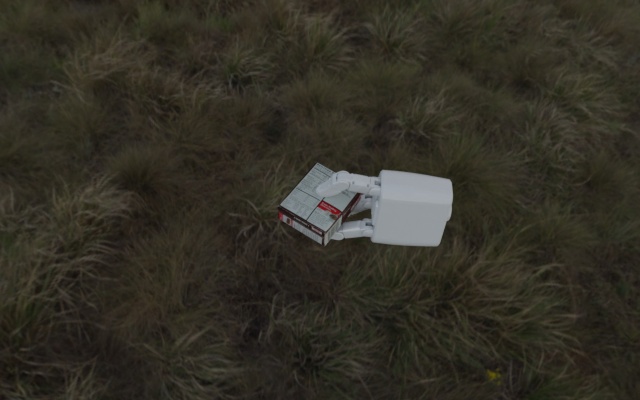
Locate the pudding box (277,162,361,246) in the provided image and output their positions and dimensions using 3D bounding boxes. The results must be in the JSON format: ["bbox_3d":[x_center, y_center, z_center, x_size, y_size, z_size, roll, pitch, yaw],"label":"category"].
[{"bbox_3d":[0.000,0.002,0.745,0.090,0.113,0.039,29,-34,17],"label":"pudding box"}]
